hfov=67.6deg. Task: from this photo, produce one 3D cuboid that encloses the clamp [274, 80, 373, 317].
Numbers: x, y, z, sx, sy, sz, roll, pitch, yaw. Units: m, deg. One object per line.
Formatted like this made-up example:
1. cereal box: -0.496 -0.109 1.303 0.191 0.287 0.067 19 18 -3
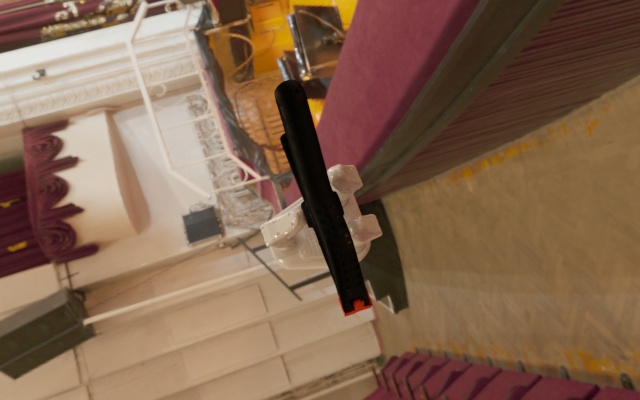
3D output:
1. clamp: -0.001 0.002 0.440 0.036 0.210 0.164 -19 -13 -4
